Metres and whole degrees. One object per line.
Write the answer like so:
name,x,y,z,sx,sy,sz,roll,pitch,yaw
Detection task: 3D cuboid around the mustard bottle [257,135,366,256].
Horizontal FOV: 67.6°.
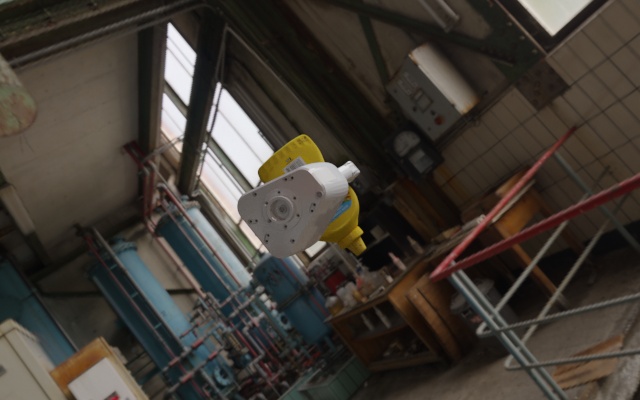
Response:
mustard bottle,0.000,0.002,0.708,0.096,0.191,0.058,-39,-6,-9
